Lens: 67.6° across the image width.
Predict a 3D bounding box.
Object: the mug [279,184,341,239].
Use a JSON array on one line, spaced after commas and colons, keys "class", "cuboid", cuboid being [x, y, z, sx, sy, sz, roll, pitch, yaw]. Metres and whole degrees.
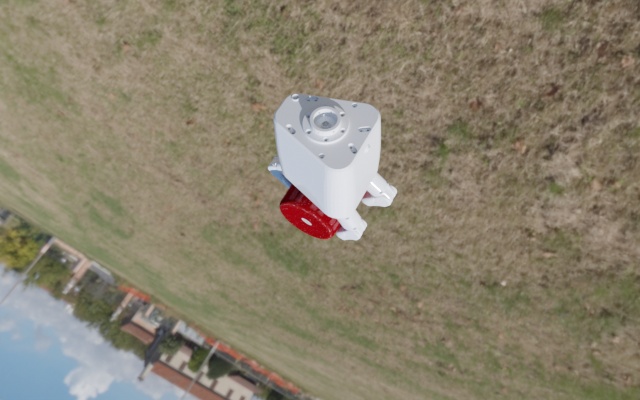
[{"class": "mug", "cuboid": [0.000, 0.003, 0.636, 0.093, 0.081, 0.117, 26, -23, 15]}]
